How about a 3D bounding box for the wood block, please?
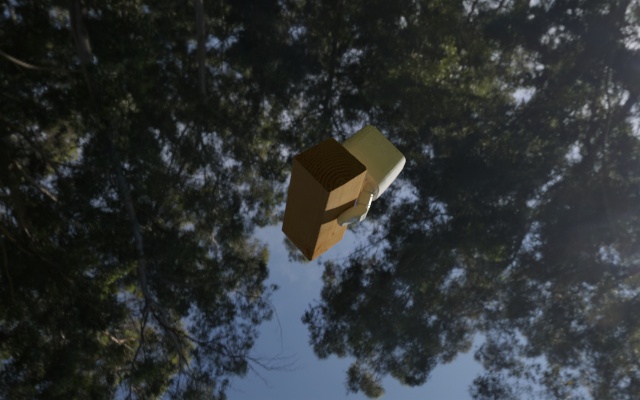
[{"bbox_3d":[0.001,0.003,0.846,0.090,0.090,0.206,-32,-26,-30],"label":"wood block"}]
